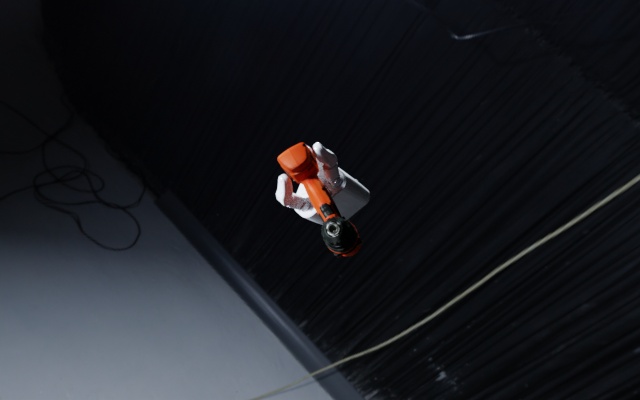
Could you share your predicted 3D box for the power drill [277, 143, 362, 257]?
[{"bbox_3d":[0.000,0.002,0.767,0.057,0.187,0.184,-29,-16,2],"label":"power drill"}]
